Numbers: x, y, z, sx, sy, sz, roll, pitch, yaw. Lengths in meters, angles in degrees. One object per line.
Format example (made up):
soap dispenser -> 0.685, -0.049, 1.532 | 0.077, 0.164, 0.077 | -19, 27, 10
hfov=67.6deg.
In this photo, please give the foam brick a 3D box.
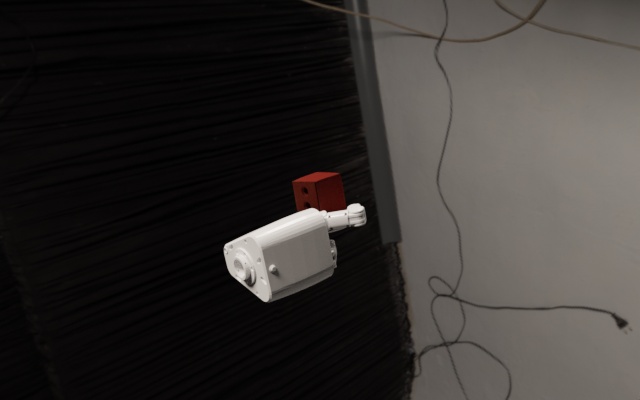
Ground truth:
foam brick -> 0.000, 0.002, 0.688 | 0.051, 0.078, 0.053 | -19, 15, -37
